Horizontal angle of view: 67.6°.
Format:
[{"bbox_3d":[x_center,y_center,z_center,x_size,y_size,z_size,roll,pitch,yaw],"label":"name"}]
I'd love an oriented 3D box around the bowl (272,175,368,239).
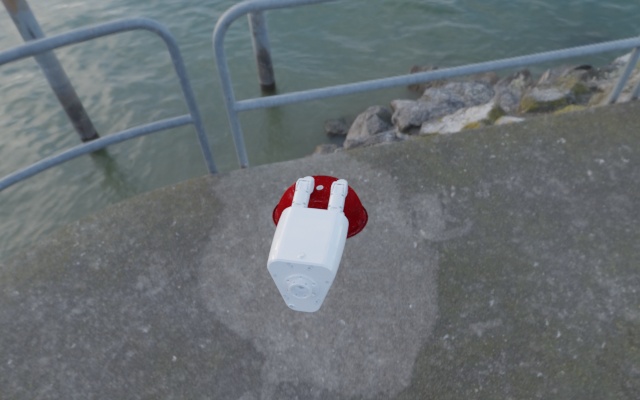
[{"bbox_3d":[0.000,0.002,0.792,0.162,0.055,0.162,1,30,-1],"label":"bowl"}]
